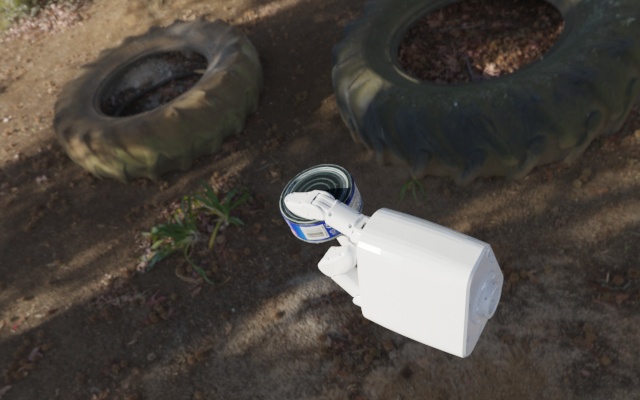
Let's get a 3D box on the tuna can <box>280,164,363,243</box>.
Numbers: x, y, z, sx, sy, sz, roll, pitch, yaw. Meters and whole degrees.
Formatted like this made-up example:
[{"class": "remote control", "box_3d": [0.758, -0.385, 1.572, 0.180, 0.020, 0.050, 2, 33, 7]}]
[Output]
[{"class": "tuna can", "box_3d": [0.000, 0.001, 0.515, 0.086, 0.086, 0.034, 0, -40, 27]}]
